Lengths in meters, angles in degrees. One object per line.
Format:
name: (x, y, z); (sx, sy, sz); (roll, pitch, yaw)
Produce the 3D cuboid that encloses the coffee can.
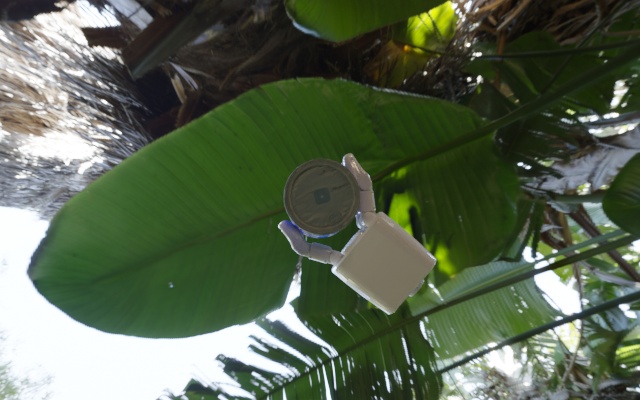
coffee can: (0.000, 0.002, 0.703); (0.103, 0.103, 0.140); (0, -6, -2)
